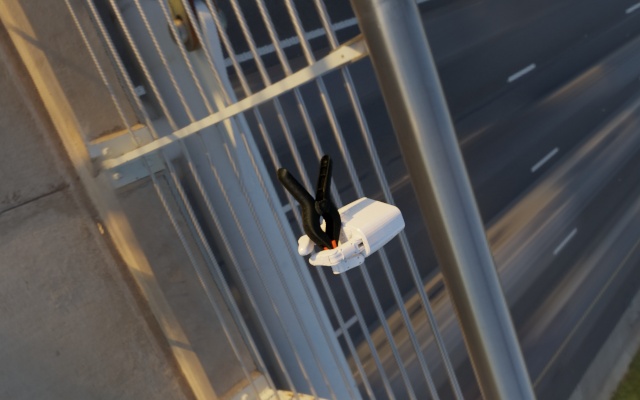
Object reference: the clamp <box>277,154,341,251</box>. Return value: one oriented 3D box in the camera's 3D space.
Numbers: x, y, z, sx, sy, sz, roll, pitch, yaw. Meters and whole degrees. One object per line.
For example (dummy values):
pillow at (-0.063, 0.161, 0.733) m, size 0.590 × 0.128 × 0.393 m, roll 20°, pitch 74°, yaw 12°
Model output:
clamp at (0.000, 0.003, 0.835) m, size 0.120 × 0.171 × 0.039 m, roll -30°, pitch 15°, yaw -33°
